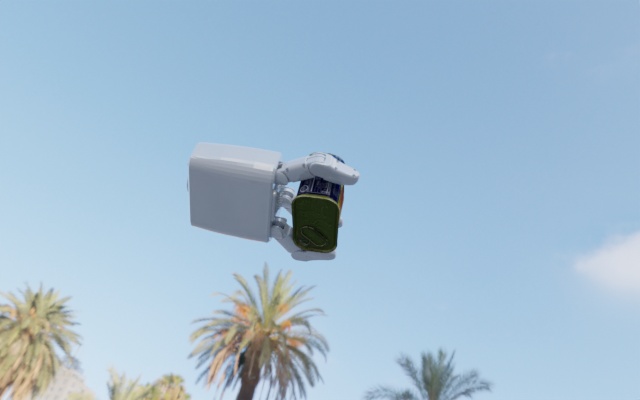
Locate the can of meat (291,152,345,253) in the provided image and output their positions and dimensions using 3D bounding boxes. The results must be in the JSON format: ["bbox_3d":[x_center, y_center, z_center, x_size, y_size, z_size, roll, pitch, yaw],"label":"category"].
[{"bbox_3d":[0.000,0.002,0.606,0.057,0.084,0.102,7,-43,6],"label":"can of meat"}]
